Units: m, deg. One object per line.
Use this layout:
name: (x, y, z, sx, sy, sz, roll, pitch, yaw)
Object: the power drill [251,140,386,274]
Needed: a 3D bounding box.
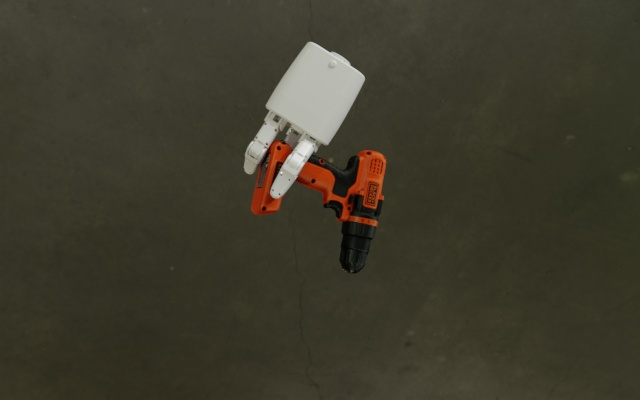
power drill: (0.000, 0.002, 0.686, 0.188, 0.184, 0.057, 14, -8, -23)
